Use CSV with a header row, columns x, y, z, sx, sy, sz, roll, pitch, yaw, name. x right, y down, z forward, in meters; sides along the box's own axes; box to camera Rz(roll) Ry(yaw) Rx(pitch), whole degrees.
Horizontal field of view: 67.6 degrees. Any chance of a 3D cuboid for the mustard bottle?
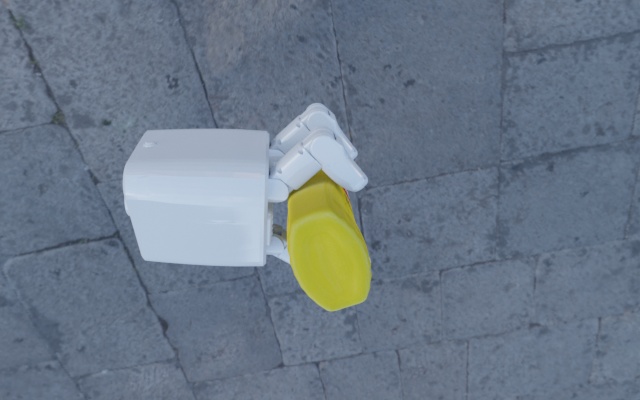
x,y,z,sx,sy,sz,roll,pitch,yaw,name
0.000,0.001,0.432,0.058,0.096,0.191,-20,30,6,mustard bottle
